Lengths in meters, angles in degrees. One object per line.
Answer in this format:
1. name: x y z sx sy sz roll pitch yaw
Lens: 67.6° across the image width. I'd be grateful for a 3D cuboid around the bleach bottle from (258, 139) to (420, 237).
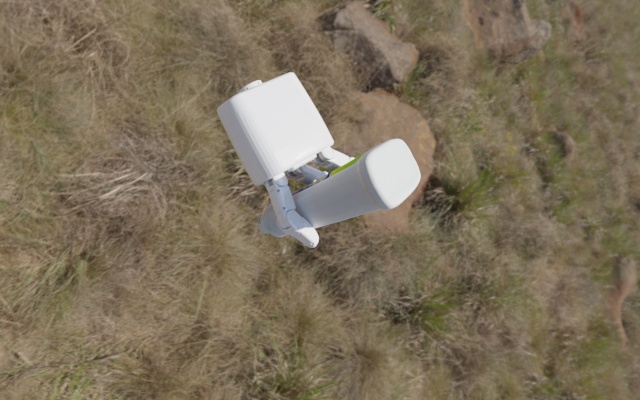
1. bleach bottle: 0.000 0.002 0.616 0.251 0.068 0.102 -23 8 41
